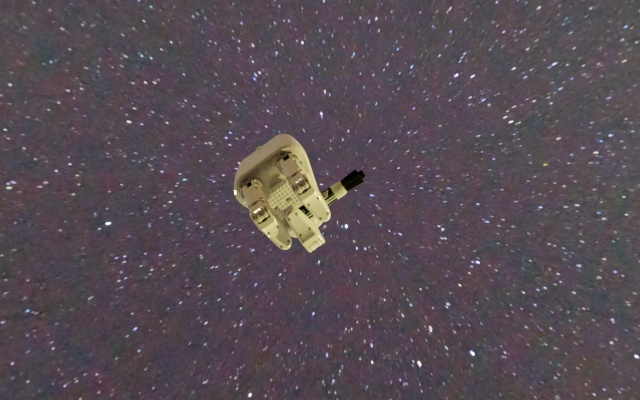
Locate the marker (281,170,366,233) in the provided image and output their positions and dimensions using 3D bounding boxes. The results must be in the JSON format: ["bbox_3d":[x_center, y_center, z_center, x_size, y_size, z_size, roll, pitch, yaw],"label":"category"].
[{"bbox_3d":[0.000,0.002,0.555,0.121,0.020,0.020,-34,-2,3],"label":"marker"}]
